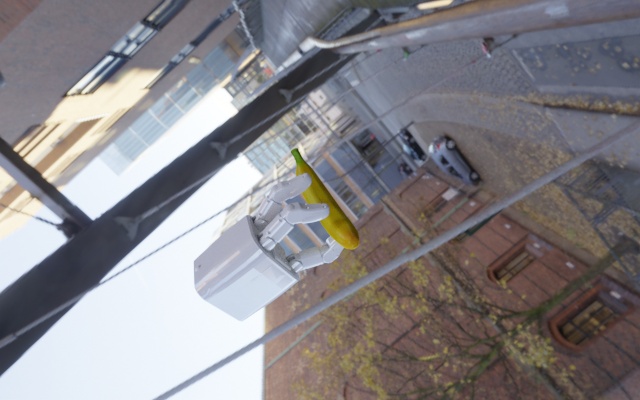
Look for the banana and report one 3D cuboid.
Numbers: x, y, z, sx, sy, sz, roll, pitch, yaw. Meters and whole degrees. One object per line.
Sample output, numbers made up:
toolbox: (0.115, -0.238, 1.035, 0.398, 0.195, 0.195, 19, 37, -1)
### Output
banana: (0.006, 0.009, 0.680, 0.037, 0.197, 0.070, -36, -37, 2)
